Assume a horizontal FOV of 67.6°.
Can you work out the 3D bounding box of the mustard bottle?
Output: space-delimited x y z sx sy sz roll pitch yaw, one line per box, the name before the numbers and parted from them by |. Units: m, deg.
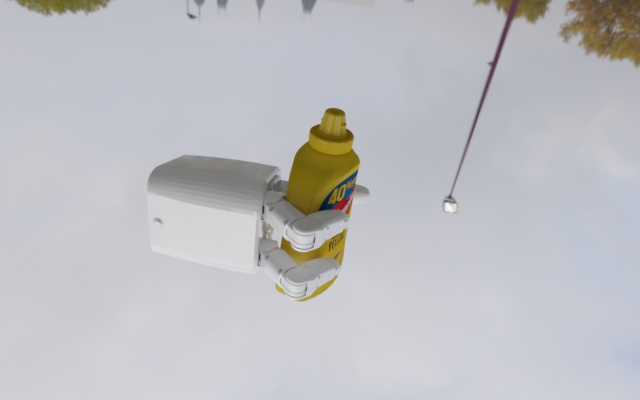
mustard bottle | 0.000 0.002 0.470 0.058 0.192 0.096 24 35 23
